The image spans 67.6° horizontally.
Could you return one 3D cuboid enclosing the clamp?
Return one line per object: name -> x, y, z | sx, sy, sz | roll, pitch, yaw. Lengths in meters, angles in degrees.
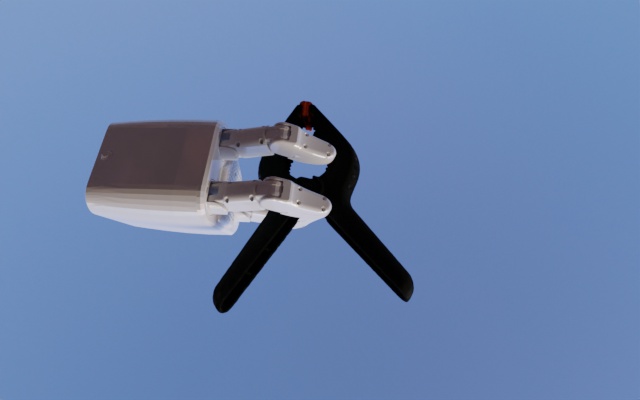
clamp -> 0.000, 0.001, 0.431 | 0.164, 0.210, 0.036 | 2, -27, 6
